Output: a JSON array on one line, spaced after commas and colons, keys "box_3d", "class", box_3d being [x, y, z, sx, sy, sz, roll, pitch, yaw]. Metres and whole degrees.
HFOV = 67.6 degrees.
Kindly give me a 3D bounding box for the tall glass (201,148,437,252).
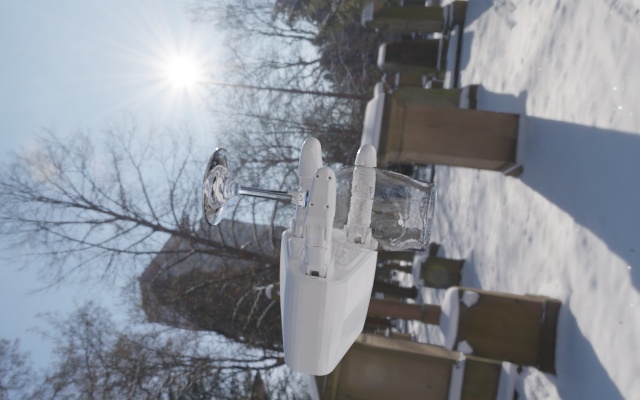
[{"box_3d": [-0.001, 0.001, 0.437, 0.201, 0.079, 0.079, 8, 1, 8], "class": "tall glass"}]
